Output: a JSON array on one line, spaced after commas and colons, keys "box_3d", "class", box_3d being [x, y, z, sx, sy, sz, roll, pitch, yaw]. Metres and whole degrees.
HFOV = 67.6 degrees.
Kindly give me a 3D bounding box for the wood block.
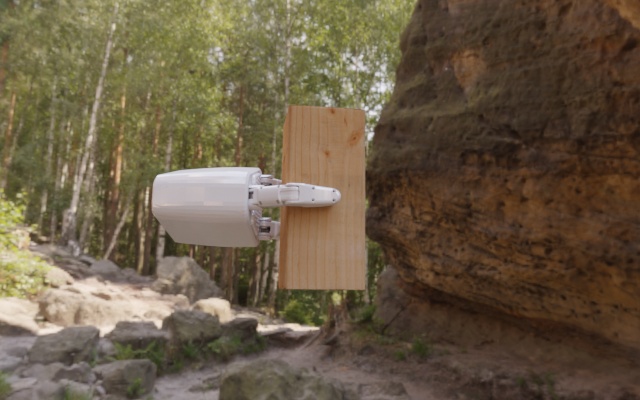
[{"box_3d": [0.000, 0.002, 0.568, 0.090, 0.206, 0.091, 2, -9, -9], "class": "wood block"}]
